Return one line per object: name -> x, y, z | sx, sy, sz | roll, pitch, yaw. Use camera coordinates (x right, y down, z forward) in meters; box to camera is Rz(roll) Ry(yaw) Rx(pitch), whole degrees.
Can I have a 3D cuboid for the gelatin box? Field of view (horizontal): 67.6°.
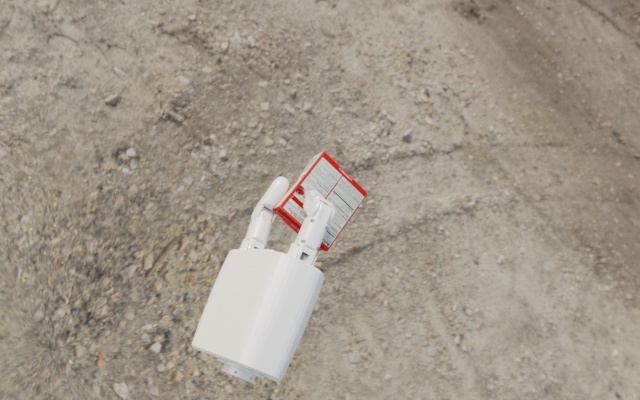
gelatin box -> 0.000, 0.001, 0.539 | 0.073, 0.089, 0.030 | 42, -22, -14
